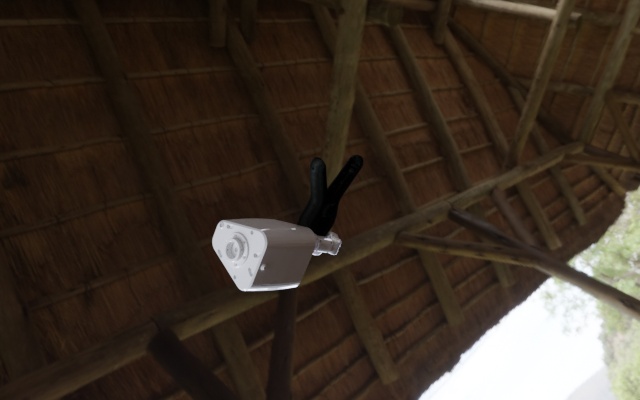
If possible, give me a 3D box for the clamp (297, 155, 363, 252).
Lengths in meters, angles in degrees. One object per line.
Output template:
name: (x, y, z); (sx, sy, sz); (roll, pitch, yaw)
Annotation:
clamp: (0.000, 0.002, 0.740); (0.039, 0.171, 0.120); (32, 16, 36)
